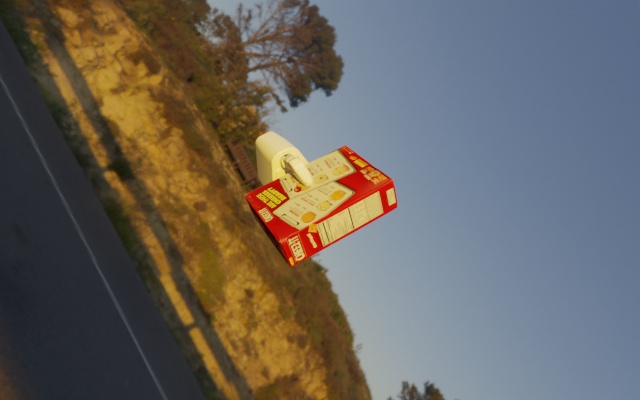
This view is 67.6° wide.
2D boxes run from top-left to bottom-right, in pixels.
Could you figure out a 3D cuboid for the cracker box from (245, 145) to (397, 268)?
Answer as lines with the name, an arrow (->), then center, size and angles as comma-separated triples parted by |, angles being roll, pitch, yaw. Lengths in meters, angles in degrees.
cracker box -> 0.000, 0.002, 0.829 | 0.213, 0.072, 0.164 | -28, 37, -13
